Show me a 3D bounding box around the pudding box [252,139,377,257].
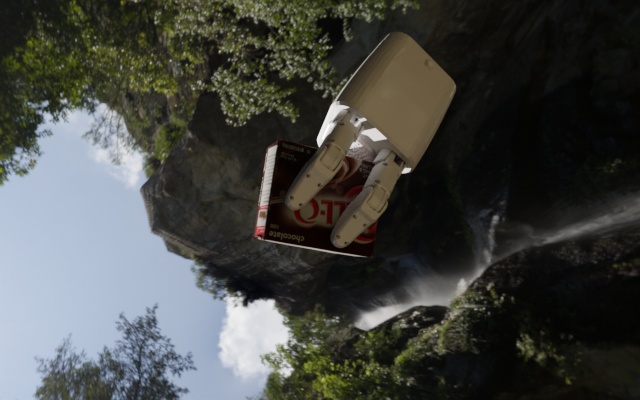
[{"bbox_3d":[0.000,0.001,0.444,0.113,0.090,0.039,11,-10,-23],"label":"pudding box"}]
